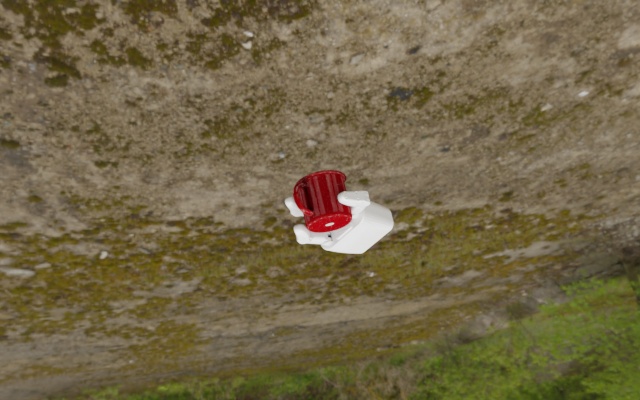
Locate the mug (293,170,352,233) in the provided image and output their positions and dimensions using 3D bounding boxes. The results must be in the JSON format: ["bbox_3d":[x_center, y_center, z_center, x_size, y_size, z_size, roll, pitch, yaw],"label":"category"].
[{"bbox_3d":[-0.001,0.003,0.815,0.093,0.081,0.117,-29,-28,34],"label":"mug"}]
